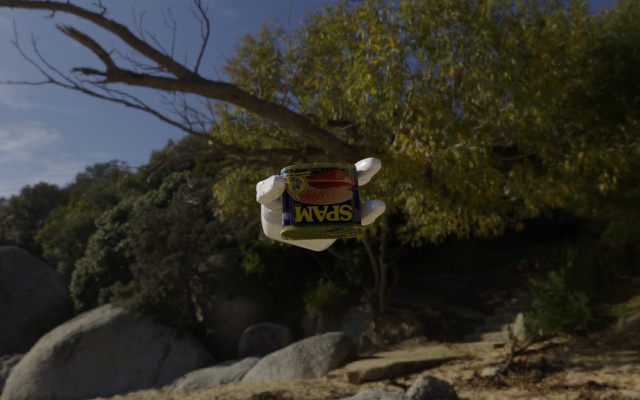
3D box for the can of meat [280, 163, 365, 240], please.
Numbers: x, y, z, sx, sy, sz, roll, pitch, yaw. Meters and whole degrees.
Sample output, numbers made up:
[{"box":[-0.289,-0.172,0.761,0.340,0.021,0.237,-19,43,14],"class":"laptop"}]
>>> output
[{"box":[0.000,0.002,0.594,0.102,0.084,0.057,-2,-17,-4],"class":"can of meat"}]
